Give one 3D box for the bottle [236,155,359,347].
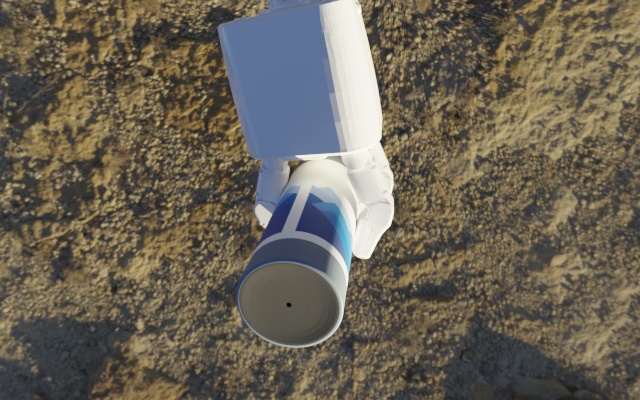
[{"bbox_3d":[0.000,0.002,0.420,0.069,0.069,0.295,0,25,8],"label":"bottle"}]
